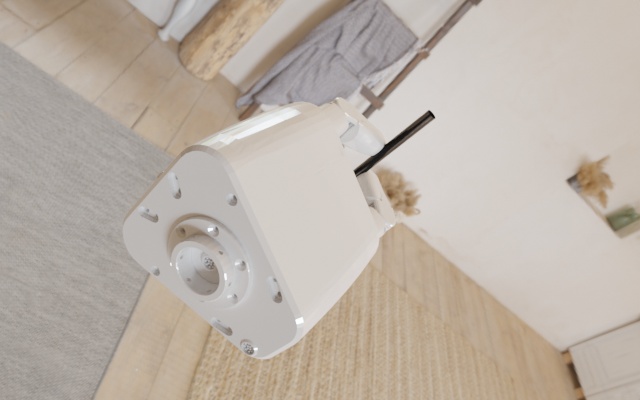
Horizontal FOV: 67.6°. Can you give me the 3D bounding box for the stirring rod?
[{"bbox_3d":[0.000,0.001,0.407,0.240,0.011,0.011,-38,-23,32],"label":"stirring rod"}]
